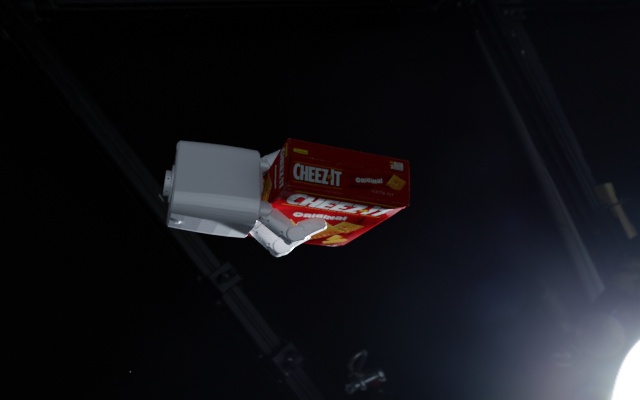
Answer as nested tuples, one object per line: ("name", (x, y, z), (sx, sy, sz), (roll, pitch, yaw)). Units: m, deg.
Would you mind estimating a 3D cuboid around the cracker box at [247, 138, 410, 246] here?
("cracker box", (0.000, 0.002, 0.665), (0.164, 0.072, 0.214), (8, -21, -19))
